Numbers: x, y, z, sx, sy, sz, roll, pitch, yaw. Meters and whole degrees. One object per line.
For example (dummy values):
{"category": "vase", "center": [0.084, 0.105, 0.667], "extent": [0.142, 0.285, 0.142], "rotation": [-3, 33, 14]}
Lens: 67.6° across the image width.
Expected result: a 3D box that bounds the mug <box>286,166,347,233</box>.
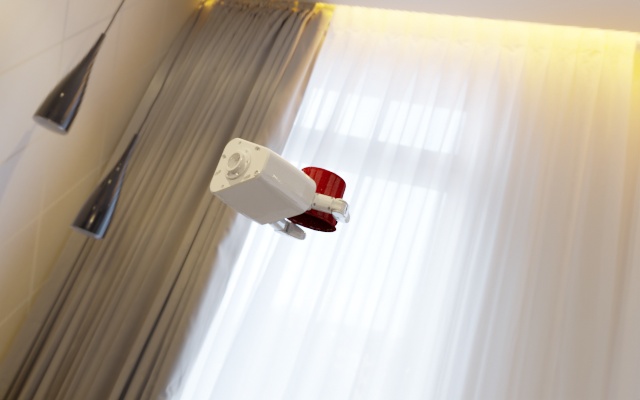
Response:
{"category": "mug", "center": [0.001, 0.003, 0.777], "extent": [0.093, 0.081, 0.117], "rotation": [3, -23, 40]}
